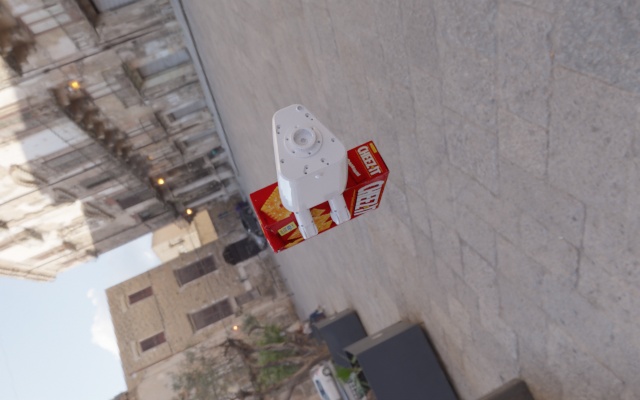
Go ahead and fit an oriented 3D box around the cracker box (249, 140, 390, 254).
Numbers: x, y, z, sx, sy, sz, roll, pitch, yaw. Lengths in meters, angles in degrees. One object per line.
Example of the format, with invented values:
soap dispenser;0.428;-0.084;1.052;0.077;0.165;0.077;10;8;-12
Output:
cracker box;0.000;0.003;0.802;0.213;0.072;0.164;-23;-19;-8
